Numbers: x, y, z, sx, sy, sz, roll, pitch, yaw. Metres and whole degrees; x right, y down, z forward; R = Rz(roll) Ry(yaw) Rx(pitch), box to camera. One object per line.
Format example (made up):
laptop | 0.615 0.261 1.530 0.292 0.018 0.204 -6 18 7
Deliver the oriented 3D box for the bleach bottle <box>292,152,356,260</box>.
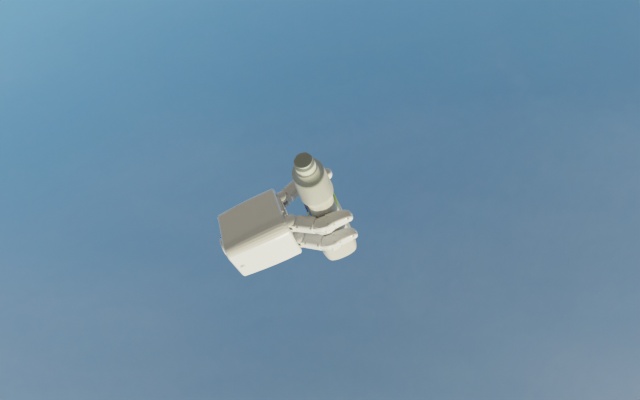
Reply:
bleach bottle | 0.000 0.003 0.792 0.068 0.102 0.251 -24 -35 -1
